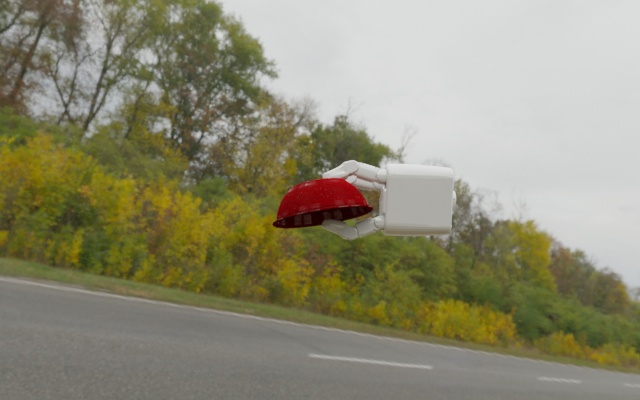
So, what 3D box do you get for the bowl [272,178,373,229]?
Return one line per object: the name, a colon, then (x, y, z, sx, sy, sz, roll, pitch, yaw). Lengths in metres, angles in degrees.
bowl: (-0.001, 0.002, 0.758, 0.162, 0.055, 0.162, -9, -10, -2)
